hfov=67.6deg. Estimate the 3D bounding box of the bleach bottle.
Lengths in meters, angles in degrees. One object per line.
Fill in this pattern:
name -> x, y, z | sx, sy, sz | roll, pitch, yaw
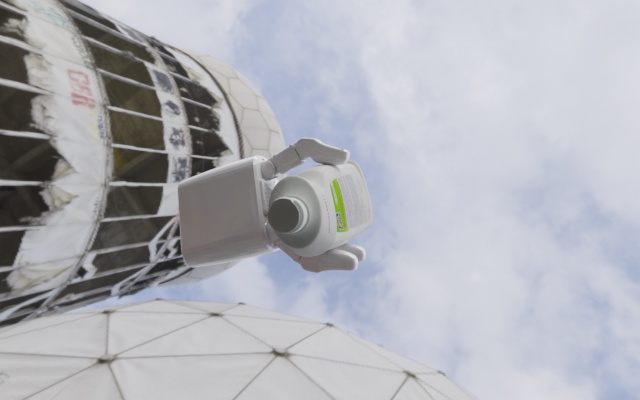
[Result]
bleach bottle -> 0.000, 0.002, 0.513 | 0.068, 0.102, 0.251 | -17, -3, 15
